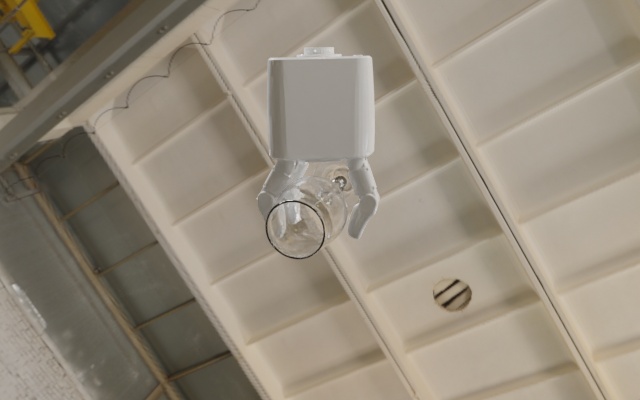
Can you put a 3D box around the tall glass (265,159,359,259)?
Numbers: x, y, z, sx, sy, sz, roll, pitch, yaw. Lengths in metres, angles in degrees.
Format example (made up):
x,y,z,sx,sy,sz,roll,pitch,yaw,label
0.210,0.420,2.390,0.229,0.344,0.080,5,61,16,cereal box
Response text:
x,y,z,sx,sy,sz,roll,pitch,yaw,label
0.000,0.002,0.557,0.079,0.079,0.201,0,16,15,tall glass
